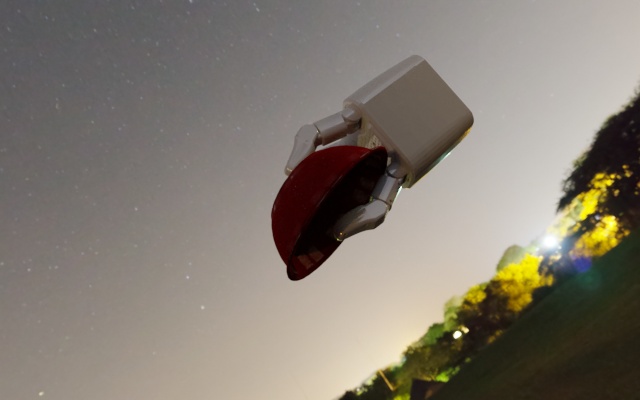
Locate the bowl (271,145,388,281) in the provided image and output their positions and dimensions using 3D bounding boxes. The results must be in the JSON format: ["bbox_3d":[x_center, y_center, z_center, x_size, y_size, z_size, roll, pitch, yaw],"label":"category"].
[{"bbox_3d":[-0.001,0.002,0.485,0.055,0.162,0.162,35,12,17],"label":"bowl"}]
